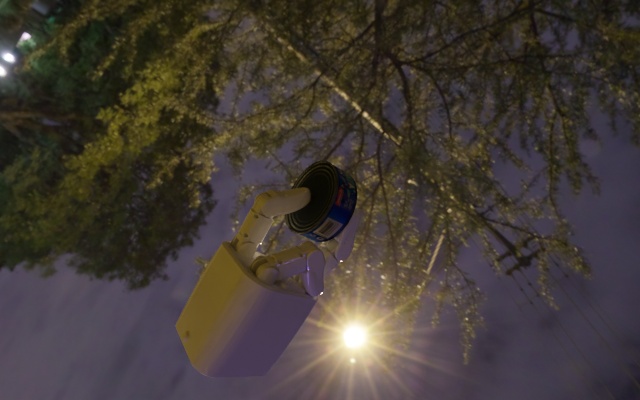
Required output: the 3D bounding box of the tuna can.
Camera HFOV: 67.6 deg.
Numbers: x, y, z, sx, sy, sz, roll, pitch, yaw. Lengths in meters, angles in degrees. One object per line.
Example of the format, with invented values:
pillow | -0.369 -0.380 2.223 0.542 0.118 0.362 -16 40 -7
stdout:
tuna can | 0.001 0.002 0.524 0.034 0.086 0.086 27 -16 -34
